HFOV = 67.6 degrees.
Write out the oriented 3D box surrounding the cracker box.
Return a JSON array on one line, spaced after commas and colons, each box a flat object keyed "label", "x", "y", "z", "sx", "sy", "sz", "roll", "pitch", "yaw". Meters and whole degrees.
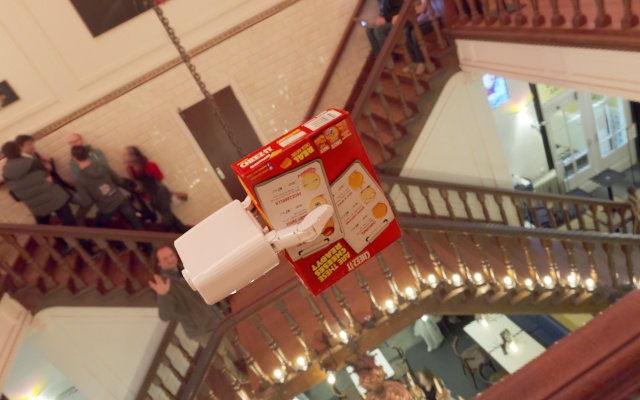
[{"label": "cracker box", "x": 0.000, "y": 0.002, "z": 0.674, "sx": 0.164, "sy": 0.214, "sz": 0.072, "roll": -33, "pitch": 27, "yaw": -10}]
